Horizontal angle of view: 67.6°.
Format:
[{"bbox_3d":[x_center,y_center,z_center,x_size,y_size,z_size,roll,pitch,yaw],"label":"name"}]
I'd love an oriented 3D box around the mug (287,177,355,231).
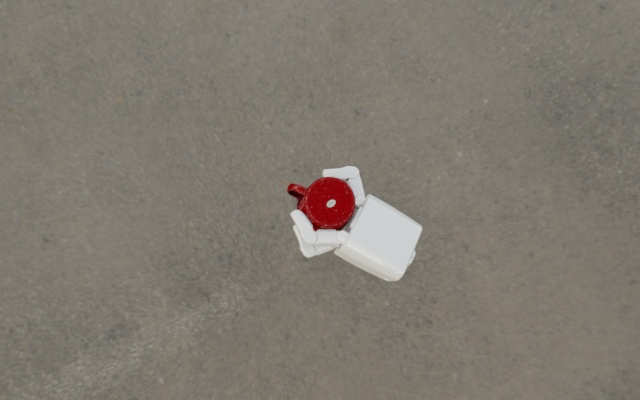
[{"bbox_3d":[-0.001,0.002,0.777,0.117,0.093,0.081,29,-12,-2],"label":"mug"}]
